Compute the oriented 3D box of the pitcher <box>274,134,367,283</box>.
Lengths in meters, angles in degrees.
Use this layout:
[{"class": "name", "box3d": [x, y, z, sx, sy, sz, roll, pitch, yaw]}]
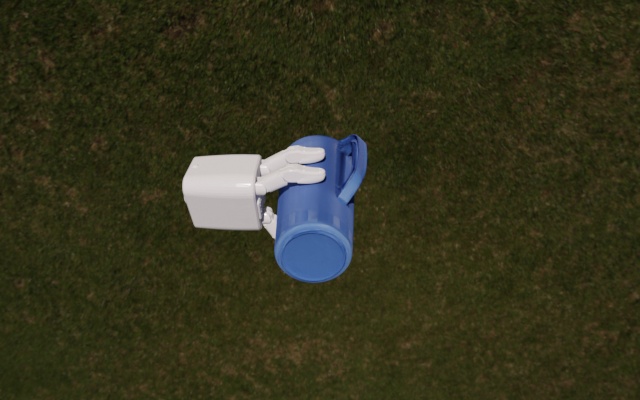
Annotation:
[{"class": "pitcher", "box3d": [0.000, 0.002, 0.741, 0.145, 0.149, 0.242, 0, 34, 1]}]
